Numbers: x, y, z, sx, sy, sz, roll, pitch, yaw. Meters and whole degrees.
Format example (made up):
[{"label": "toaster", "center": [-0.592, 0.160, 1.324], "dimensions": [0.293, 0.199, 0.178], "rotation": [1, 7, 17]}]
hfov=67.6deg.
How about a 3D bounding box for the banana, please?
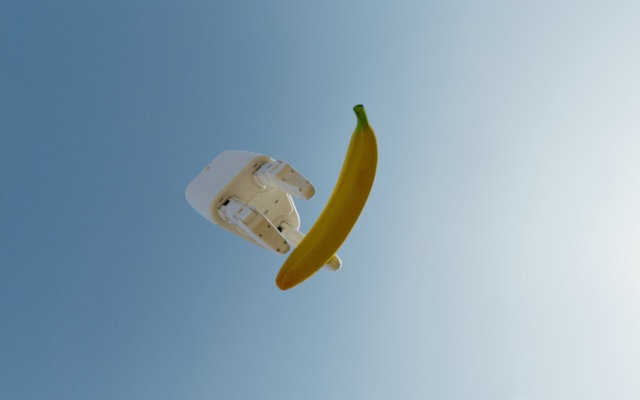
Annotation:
[{"label": "banana", "center": [0.015, 0.004, 0.491], "dimensions": [0.070, 0.198, 0.037], "rotation": [23, 0, -39]}]
